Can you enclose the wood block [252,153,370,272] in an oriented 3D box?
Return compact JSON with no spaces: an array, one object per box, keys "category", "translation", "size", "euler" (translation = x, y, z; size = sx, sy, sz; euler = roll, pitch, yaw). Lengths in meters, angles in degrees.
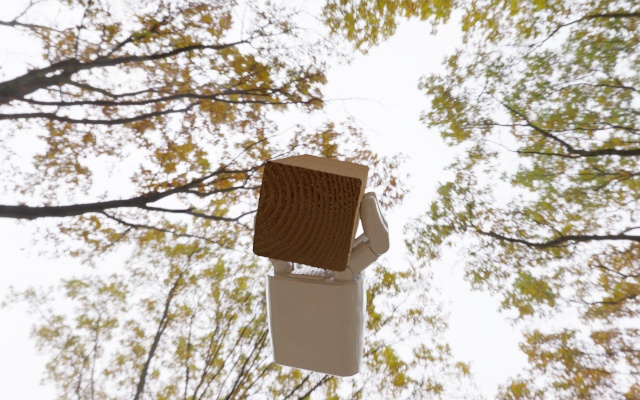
[{"category":"wood block","translation":[0.000,0.002,0.527],"size":[0.091,0.090,0.206],"euler":[10,8,6]}]
